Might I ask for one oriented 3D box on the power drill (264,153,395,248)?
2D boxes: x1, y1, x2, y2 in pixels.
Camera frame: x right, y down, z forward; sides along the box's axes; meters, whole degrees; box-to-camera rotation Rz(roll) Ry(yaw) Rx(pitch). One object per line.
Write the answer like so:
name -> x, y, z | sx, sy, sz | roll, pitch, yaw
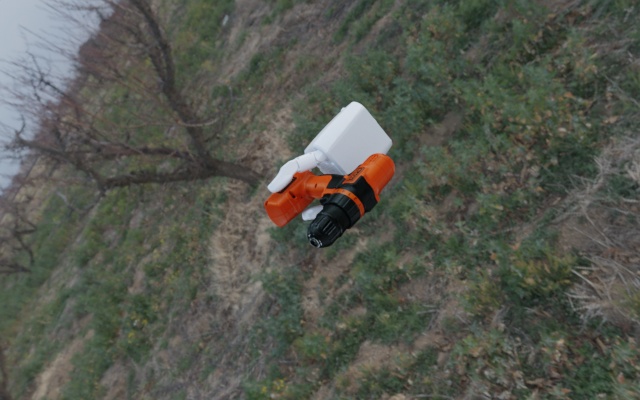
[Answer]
power drill -> 0.000, 0.002, 0.714 | 0.187, 0.057, 0.184 | -2, 35, 48
